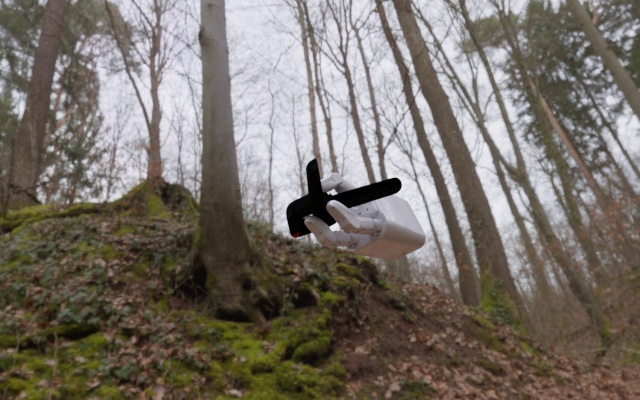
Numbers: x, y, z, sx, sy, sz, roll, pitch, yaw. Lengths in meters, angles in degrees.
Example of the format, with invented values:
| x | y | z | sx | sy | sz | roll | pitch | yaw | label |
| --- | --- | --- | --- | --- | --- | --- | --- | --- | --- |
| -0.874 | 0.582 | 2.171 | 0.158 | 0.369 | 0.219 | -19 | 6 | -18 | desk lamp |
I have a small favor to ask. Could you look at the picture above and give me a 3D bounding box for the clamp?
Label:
| x | y | z | sx | sy | sz | roll | pitch | yaw | label |
| --- | --- | --- | --- | --- | --- | --- | --- | --- | --- |
| 0.000 | 0.002 | 0.748 | 0.164 | 0.036 | 0.210 | 16 | -36 | -37 | clamp |
